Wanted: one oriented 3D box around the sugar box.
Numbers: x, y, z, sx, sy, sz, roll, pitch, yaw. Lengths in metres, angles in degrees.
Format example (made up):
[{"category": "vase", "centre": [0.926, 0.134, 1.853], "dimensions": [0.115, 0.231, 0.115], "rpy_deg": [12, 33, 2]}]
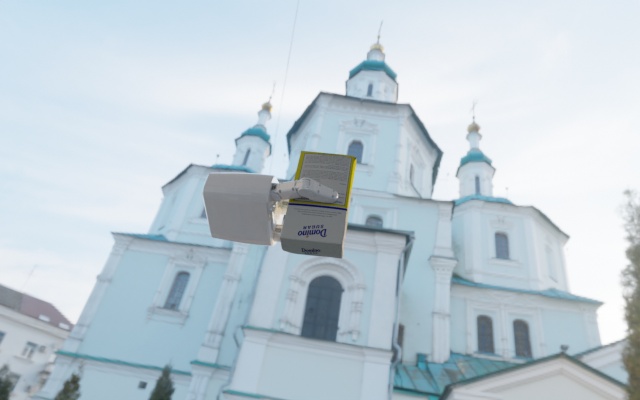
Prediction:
[{"category": "sugar box", "centre": [0.000, 0.003, 0.739], "dimensions": [0.093, 0.176, 0.048], "rpy_deg": [6, -36, 7]}]
